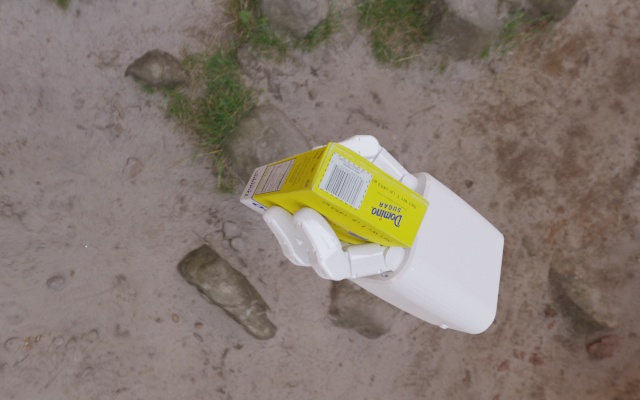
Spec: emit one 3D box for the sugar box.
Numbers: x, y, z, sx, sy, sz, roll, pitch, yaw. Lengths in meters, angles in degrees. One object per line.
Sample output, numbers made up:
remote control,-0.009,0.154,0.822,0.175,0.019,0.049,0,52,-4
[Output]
sugar box,0.000,0.002,0.413,0.093,0.048,0.176,31,-17,-20
